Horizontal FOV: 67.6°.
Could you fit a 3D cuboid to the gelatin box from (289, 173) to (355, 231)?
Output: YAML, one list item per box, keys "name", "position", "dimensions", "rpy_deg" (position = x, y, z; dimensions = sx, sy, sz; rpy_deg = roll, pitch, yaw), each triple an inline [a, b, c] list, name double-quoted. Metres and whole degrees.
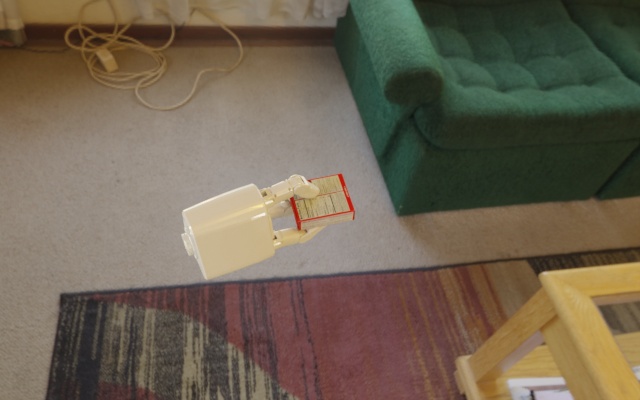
- name: "gelatin box"
  position: [0.000, 0.002, 0.726]
  dimensions: [0.089, 0.073, 0.030]
  rpy_deg: [-12, -34, -9]
